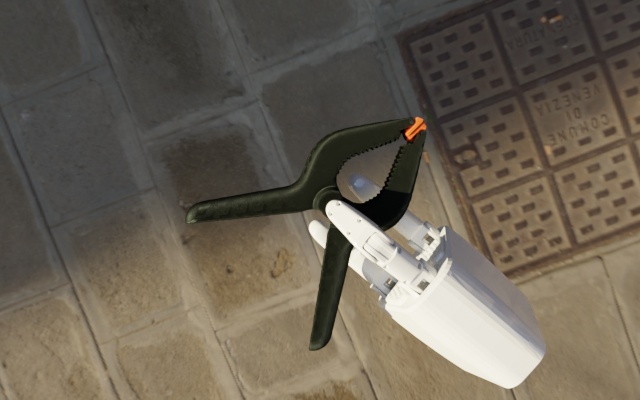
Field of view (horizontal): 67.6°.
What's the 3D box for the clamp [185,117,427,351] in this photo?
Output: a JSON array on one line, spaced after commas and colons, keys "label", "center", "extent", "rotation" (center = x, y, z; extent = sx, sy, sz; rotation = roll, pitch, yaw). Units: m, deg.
[{"label": "clamp", "center": [0.001, 0.001, 0.403], "extent": [0.164, 0.210, 0.036], "rotation": [39, 5, -3]}]
